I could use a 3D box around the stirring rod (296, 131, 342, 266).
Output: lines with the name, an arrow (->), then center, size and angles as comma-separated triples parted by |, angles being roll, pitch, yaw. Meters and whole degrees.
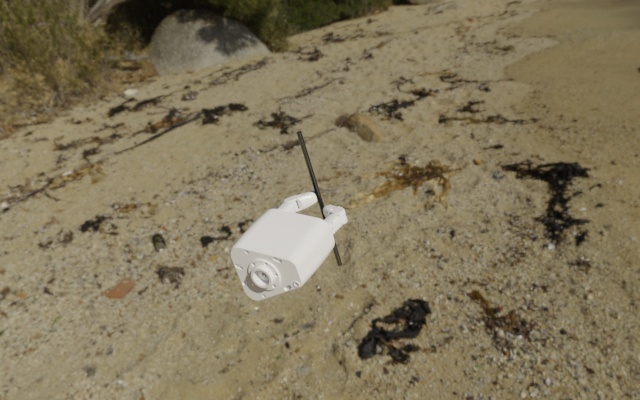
stirring rod -> 0.000, 0.003, 0.774 | 0.011, 0.240, 0.011 | -15, 21, 6
